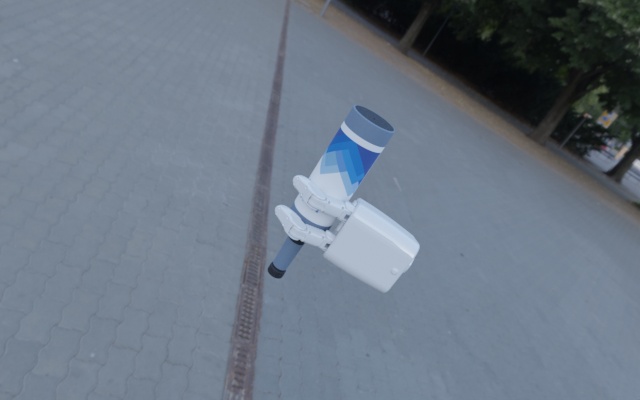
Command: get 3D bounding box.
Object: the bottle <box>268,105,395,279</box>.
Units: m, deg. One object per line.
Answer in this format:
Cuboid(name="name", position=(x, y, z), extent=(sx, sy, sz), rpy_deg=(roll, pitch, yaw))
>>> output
Cuboid(name="bottle", position=(0.000, 0.002, 0.703), extent=(0.069, 0.296, 0.069), rpy_deg=(27, 25, -13))
